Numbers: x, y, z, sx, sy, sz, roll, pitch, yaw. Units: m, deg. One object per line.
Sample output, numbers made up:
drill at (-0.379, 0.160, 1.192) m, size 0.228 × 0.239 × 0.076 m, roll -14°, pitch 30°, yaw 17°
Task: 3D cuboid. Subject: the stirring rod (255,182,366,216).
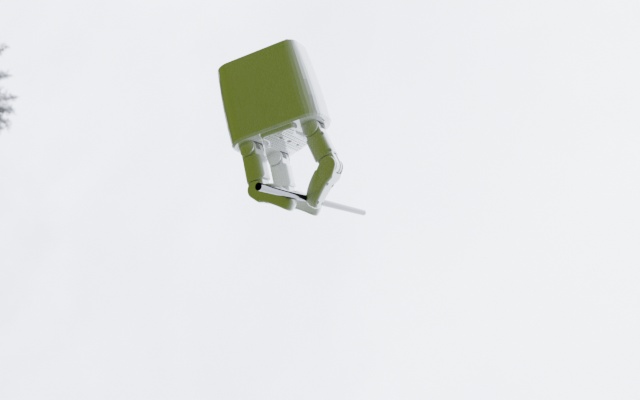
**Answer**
stirring rod at (0.000, 0.002, 0.559) m, size 0.011 × 0.011 × 0.239 m, roll 0°, pitch -7°, yaw 30°
